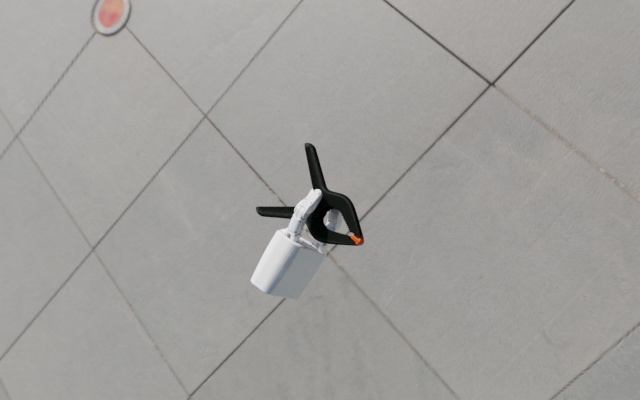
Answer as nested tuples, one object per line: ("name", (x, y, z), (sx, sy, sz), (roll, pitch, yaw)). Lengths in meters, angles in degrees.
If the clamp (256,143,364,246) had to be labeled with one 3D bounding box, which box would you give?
("clamp", (0.000, 0.003, 0.860), (0.210, 0.164, 0.036), (32, 3, 22))
